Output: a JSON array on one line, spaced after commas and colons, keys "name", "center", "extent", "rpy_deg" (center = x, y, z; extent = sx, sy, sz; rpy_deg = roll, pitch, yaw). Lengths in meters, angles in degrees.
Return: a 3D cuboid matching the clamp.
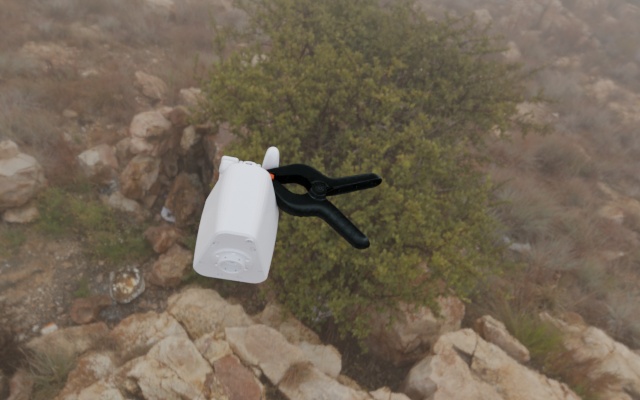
[{"name": "clamp", "center": [0.000, 0.002, 0.645], "extent": [0.171, 0.120, 0.039], "rpy_deg": [8, -38, -5]}]
